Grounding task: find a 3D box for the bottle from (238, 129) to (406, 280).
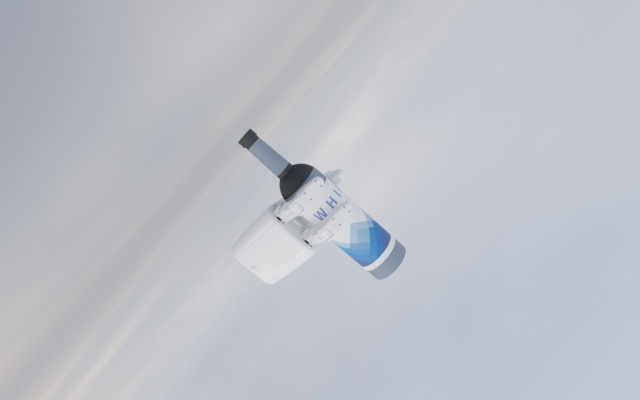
[{"bbox_3d":[0.000,0.002,0.707,0.296,0.069,0.069,41,-11,-13],"label":"bottle"}]
